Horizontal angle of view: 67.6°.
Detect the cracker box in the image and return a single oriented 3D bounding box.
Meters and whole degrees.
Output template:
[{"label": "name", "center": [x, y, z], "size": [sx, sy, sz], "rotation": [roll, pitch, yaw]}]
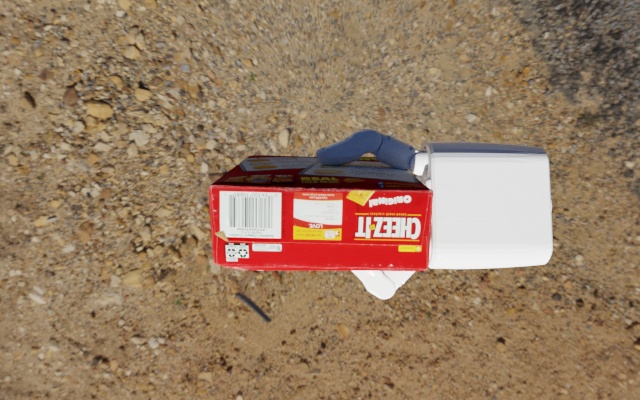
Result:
[{"label": "cracker box", "center": [0.000, 0.001, 0.450], "size": [0.164, 0.072, 0.213], "rotation": [1, 11, -1]}]
